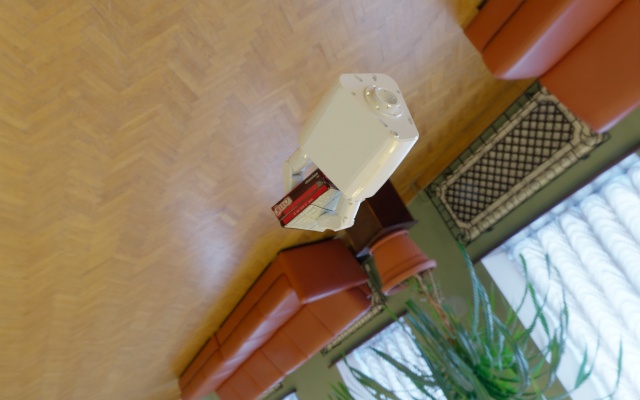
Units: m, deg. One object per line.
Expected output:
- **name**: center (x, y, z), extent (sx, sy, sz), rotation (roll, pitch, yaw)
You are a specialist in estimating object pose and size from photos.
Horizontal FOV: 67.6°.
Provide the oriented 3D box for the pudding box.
- **pudding box**: center (0.000, 0.002, 0.656), extent (0.090, 0.039, 0.113), rotation (-38, -25, 20)
